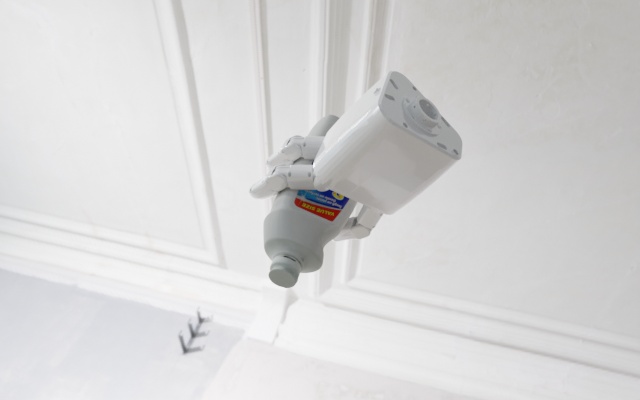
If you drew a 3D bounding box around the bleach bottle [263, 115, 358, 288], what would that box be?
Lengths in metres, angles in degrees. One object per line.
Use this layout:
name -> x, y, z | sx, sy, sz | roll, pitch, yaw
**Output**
bleach bottle -> 0.000, 0.002, 0.564 | 0.102, 0.250, 0.068 | 36, -48, -14
